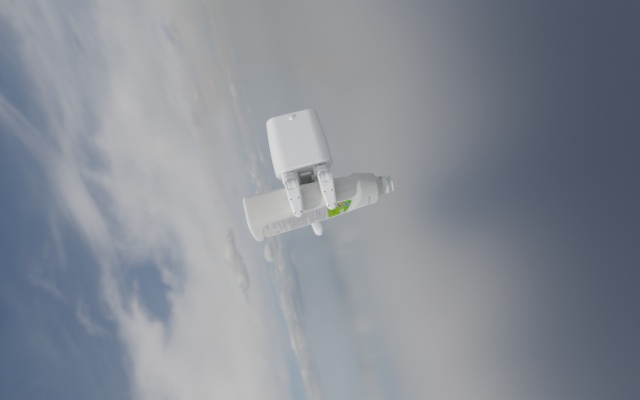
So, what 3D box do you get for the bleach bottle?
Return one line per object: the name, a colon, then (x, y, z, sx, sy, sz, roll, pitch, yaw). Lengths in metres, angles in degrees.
bleach bottle: (0.000, 0.003, 0.822, 0.251, 0.068, 0.103, -14, -19, -3)
